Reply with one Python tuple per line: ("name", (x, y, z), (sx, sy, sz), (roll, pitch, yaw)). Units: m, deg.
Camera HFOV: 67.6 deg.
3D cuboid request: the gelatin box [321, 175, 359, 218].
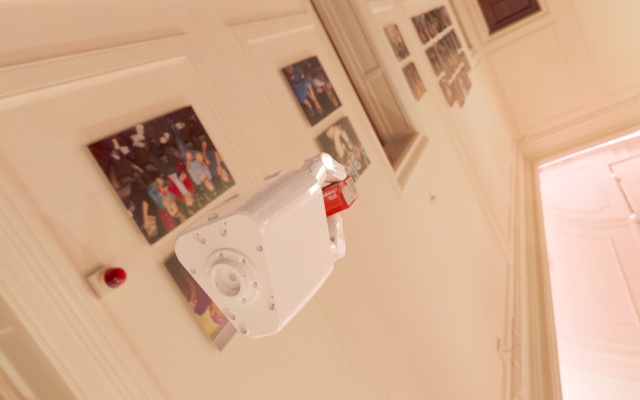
("gelatin box", (0.000, 0.002, 0.540), (0.073, 0.030, 0.089), (-23, 4, 15))
